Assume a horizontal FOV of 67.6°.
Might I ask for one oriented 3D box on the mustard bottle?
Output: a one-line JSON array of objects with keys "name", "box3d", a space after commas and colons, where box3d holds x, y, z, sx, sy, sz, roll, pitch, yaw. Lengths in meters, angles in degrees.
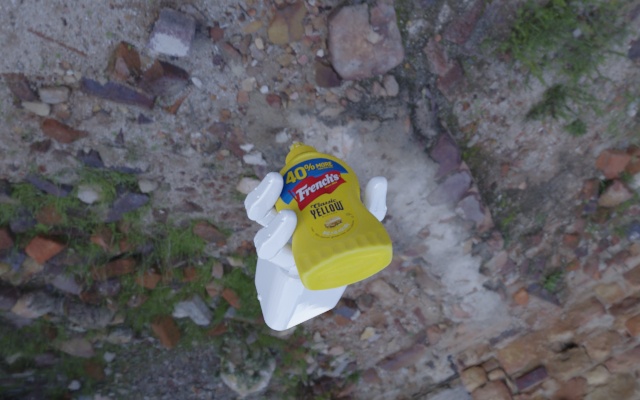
[{"name": "mustard bottle", "box3d": [0.000, 0.002, 0.523, 0.096, 0.191, 0.058, -19, -41, -5]}]
